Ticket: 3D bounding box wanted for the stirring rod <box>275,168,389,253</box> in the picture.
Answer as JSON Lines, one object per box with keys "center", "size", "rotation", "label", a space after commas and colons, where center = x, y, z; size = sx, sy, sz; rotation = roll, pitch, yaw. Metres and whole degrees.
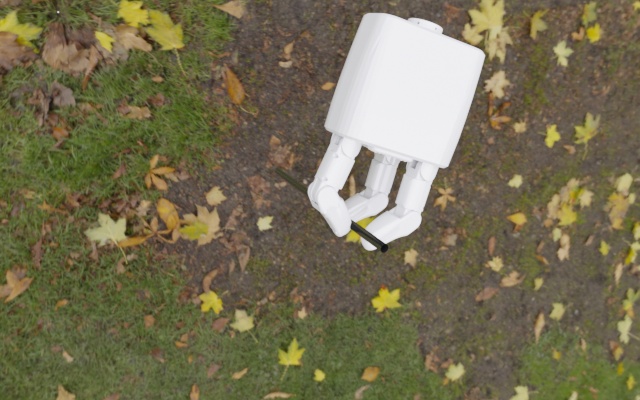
{"center": [0.000, 0.002, 0.507], "size": [0.011, 0.011, 0.239], "rotation": [0, 19, -29], "label": "stirring rod"}
